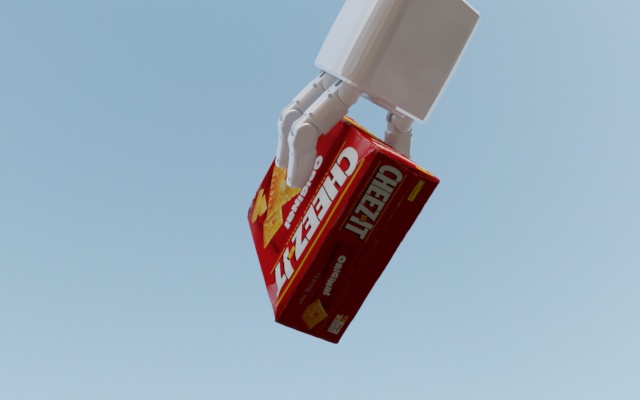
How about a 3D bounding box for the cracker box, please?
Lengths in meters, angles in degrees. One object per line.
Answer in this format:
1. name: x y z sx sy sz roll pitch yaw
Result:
1. cracker box: 0.000 0.002 0.464 0.072 0.164 0.213 24 14 -22
